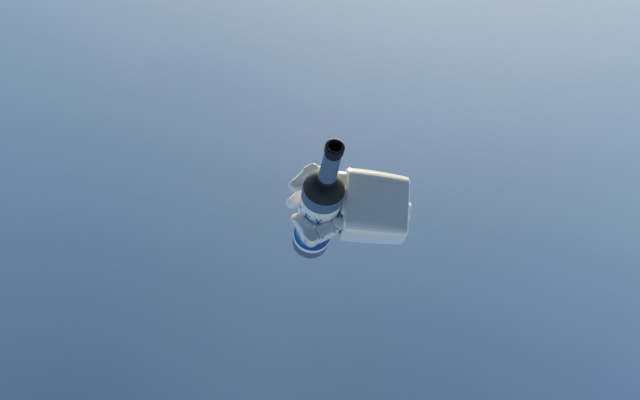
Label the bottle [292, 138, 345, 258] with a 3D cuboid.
[{"bbox_3d":[0.000,0.003,0.766,0.069,0.069,0.296,0,-31,-9],"label":"bottle"}]
